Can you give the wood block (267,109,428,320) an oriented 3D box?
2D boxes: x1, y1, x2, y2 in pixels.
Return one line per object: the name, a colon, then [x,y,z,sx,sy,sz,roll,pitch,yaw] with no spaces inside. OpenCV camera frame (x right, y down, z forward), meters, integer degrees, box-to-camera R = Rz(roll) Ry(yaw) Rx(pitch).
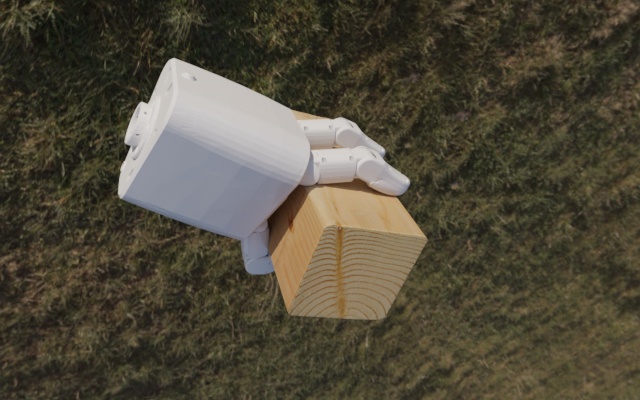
wood block: [0.000,0.002,0.443,0.090,0.091,0.206,9,31,-24]
